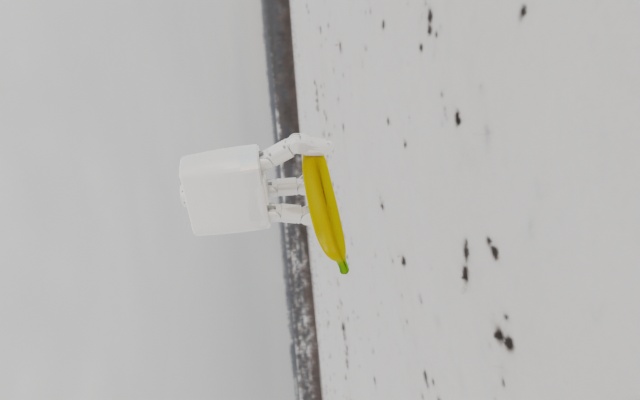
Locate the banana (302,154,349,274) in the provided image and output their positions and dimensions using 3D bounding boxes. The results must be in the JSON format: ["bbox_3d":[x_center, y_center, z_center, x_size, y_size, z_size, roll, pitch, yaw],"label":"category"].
[{"bbox_3d":[0.000,-0.003,0.632,0.037,0.197,0.070,-11,-25,-3],"label":"banana"}]
